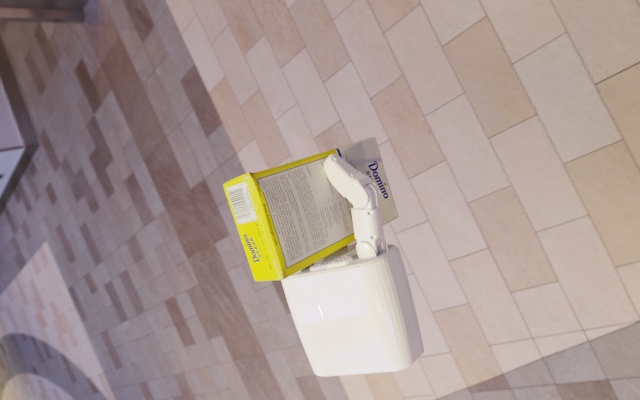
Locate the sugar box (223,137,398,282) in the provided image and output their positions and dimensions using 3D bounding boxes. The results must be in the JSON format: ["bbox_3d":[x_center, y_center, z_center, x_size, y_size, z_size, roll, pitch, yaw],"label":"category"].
[{"bbox_3d":[0.000,0.002,0.460,0.048,0.093,0.176,-13,6,43],"label":"sugar box"}]
